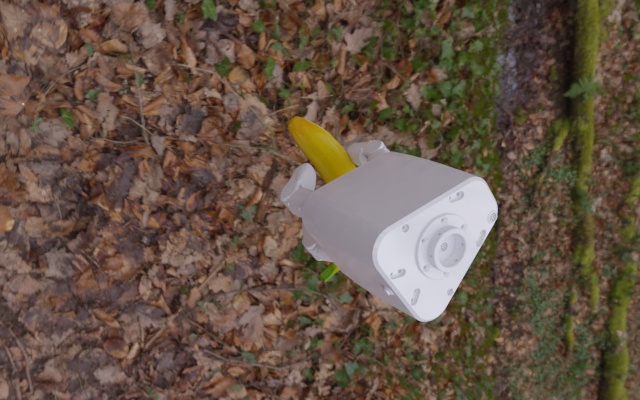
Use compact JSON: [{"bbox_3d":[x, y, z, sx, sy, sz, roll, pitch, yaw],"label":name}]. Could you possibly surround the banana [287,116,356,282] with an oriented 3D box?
[{"bbox_3d":[0.017,-0.001,0.518,0.069,0.198,0.037,-19,24,-18],"label":"banana"}]
